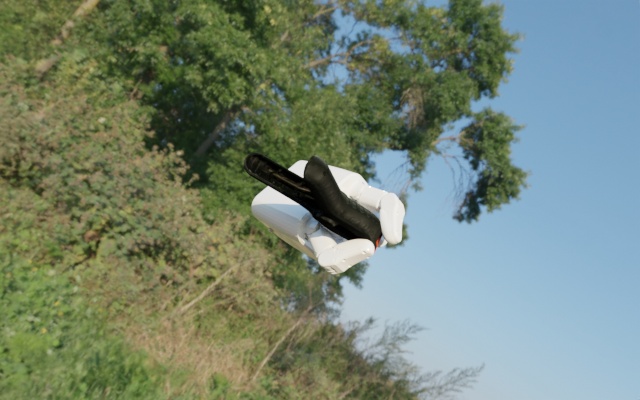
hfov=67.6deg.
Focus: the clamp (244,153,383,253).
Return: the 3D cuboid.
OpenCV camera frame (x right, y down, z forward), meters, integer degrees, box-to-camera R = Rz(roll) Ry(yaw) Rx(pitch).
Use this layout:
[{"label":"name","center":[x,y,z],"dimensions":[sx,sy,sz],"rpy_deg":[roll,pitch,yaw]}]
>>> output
[{"label":"clamp","center":[0.001,0.001,0.494],"dimensions":[0.120,0.039,0.171],"rpy_deg":[22,-17,46]}]
